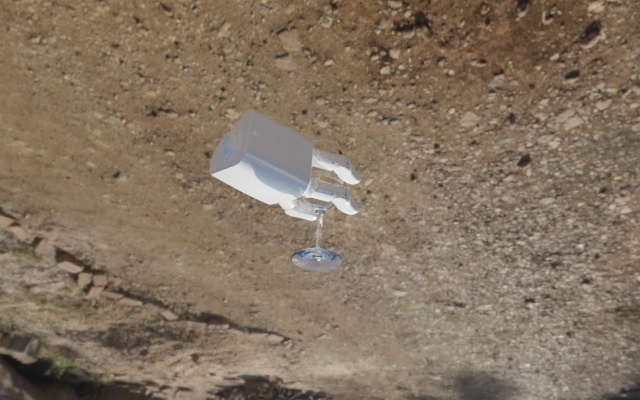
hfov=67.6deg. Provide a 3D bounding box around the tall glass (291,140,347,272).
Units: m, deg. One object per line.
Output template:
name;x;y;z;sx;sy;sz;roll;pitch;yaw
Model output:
tall glass;0.000;0.003;0.736;0.079;0.201;0.079;3;-32;2
